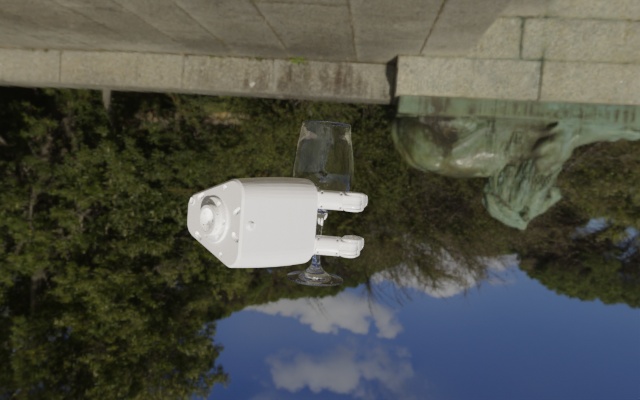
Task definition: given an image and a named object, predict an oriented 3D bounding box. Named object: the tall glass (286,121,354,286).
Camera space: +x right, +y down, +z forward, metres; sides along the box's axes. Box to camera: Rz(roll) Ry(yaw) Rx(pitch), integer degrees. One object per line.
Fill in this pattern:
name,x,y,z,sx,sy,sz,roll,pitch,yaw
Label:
tall glass,0.000,0.003,0.609,0.079,0.201,0.079,5,4,0
